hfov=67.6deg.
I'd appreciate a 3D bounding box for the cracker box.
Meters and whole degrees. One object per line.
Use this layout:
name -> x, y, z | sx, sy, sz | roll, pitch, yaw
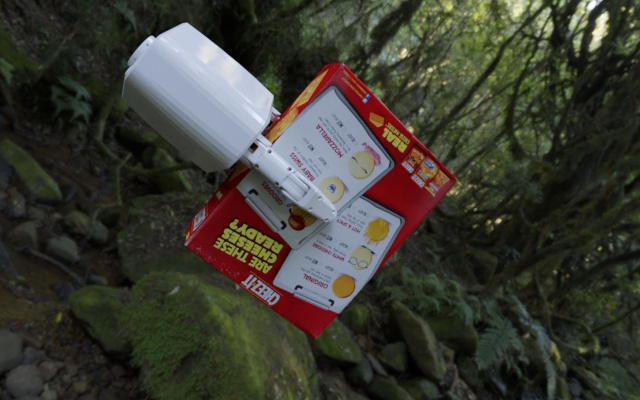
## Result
cracker box -> 0.000, 0.001, 0.471 | 0.164, 0.214, 0.072 | 41, 2, -19
